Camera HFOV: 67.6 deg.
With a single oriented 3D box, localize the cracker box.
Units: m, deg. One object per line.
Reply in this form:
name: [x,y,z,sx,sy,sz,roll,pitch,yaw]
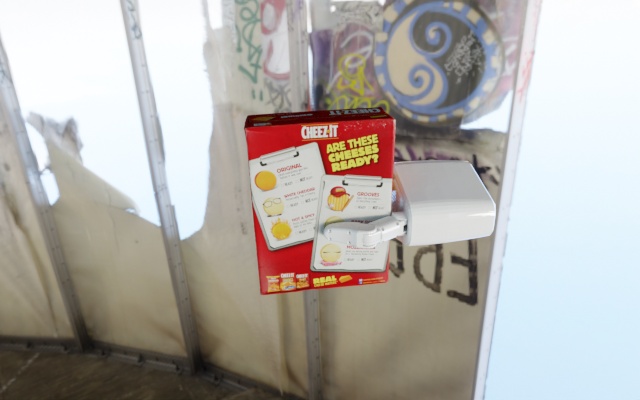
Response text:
cracker box: [0.000,0.002,0.577,0.164,0.214,0.072,-5,24,-6]
